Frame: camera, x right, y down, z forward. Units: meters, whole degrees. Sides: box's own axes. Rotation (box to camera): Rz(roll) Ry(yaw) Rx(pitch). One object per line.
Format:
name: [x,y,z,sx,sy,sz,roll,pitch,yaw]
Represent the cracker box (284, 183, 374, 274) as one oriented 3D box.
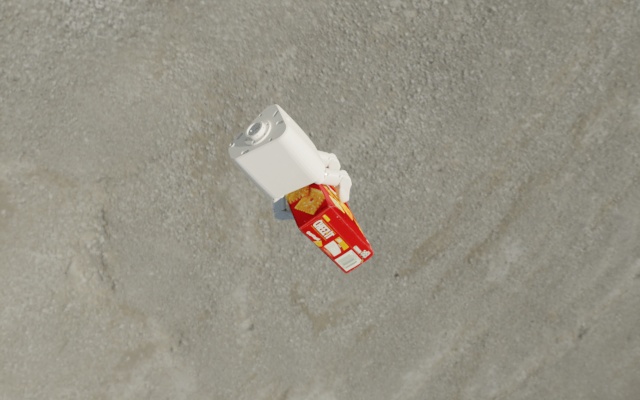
cracker box: [0.000,0.003,0.854,0.072,0.213,0.164,-34,-47,9]
